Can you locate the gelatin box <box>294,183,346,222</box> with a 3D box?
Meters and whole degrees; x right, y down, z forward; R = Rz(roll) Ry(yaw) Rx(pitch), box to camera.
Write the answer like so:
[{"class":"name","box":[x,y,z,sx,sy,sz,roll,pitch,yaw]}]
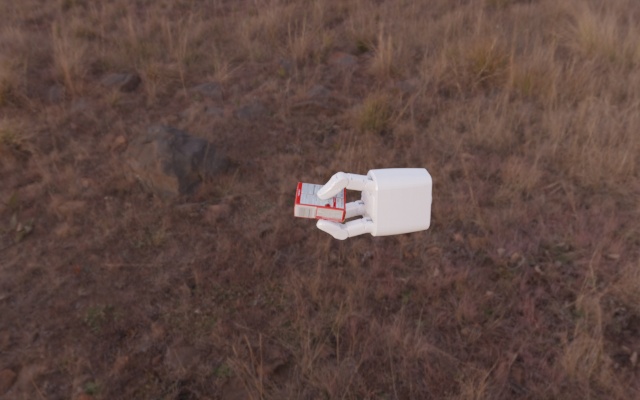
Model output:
[{"class":"gelatin box","box":[0.000,0.002,0.848,0.089,0.030,0.073,7,33,-2]}]
